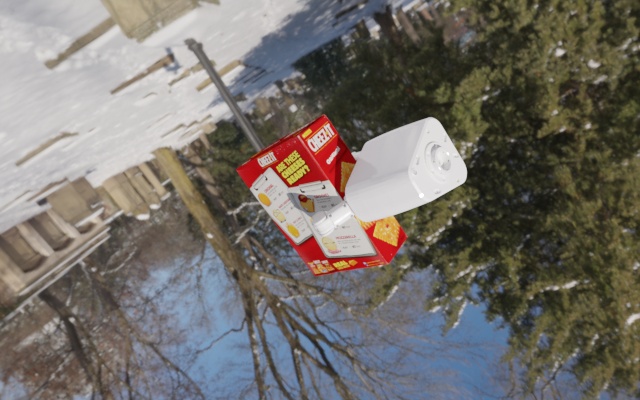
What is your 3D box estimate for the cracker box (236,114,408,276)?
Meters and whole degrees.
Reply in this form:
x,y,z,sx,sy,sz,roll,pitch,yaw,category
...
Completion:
x,y,z,sx,sy,sz,roll,pitch,yaw,category
0.000,0.003,0.695,0.164,0.214,0.072,-20,20,49,cracker box
